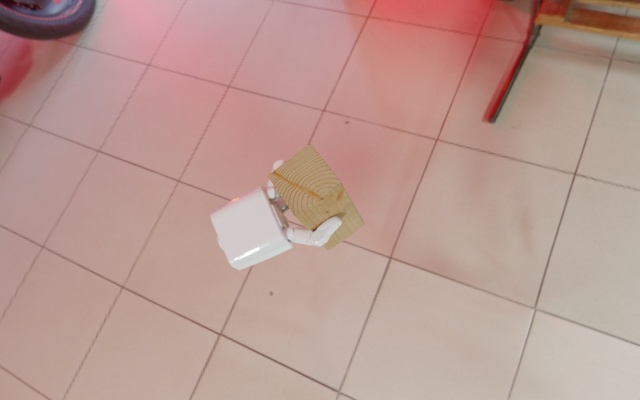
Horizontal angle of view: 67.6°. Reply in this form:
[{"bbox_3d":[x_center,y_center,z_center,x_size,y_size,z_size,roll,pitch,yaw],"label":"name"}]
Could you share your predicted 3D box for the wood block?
[{"bbox_3d":[0.000,0.003,0.835,0.090,0.090,0.206,-36,-26,0],"label":"wood block"}]
